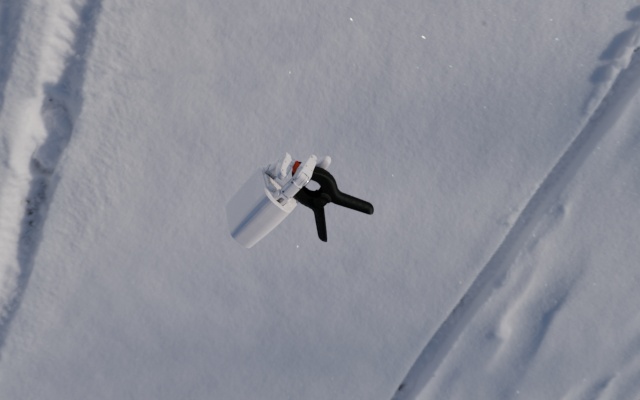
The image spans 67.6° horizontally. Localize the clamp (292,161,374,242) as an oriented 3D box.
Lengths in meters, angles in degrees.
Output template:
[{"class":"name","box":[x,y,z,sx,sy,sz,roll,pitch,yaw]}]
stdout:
[{"class":"clamp","box":[0.000,0.003,0.865,0.171,0.120,0.039,40,18,-20]}]
